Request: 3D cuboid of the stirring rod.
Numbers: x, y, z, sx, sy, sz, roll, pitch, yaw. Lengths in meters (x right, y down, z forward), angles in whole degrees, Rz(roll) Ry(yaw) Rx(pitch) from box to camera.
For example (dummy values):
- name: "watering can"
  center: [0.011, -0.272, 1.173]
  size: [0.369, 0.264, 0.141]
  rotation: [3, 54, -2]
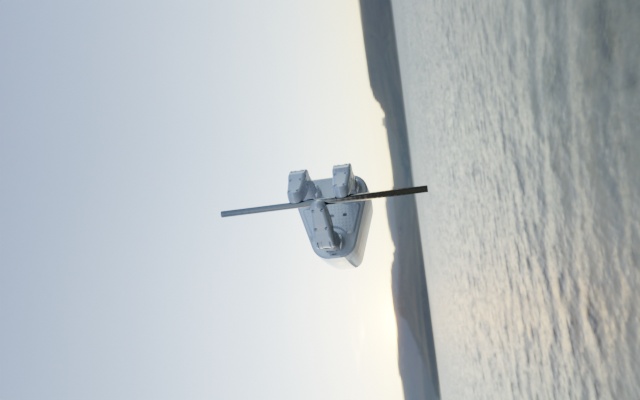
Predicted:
- name: "stirring rod"
  center: [0.000, 0.002, 0.545]
  size: [0.239, 0.011, 0.011]
  rotation: [-7, -1, 11]
